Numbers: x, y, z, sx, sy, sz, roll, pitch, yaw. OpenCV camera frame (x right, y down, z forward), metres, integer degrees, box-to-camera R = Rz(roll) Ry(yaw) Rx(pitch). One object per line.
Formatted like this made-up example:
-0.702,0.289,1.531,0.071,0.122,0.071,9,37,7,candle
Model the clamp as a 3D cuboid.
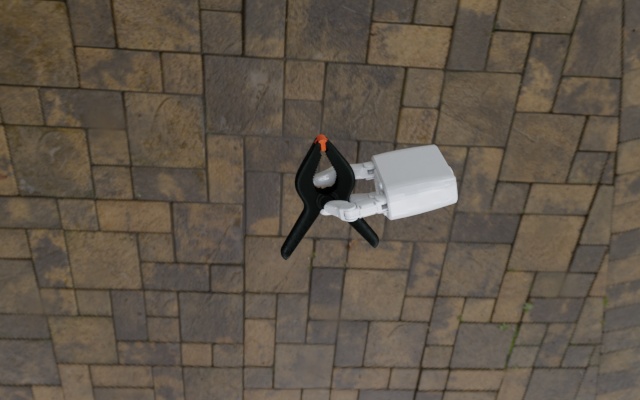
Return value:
0.000,0.002,0.757,0.164,0.210,0.036,-14,26,-3,clamp
